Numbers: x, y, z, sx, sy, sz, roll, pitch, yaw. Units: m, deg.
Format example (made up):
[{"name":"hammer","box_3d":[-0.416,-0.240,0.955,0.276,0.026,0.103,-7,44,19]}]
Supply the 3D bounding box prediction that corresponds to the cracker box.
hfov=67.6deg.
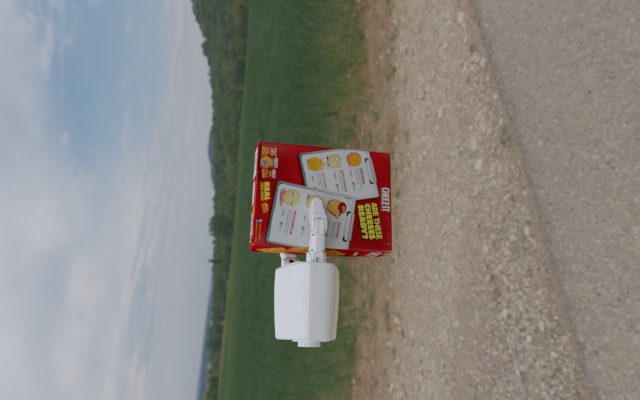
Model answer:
[{"name":"cracker box","box_3d":[0.000,0.002,0.755,0.214,0.164,0.072,4,-15,-11]}]
